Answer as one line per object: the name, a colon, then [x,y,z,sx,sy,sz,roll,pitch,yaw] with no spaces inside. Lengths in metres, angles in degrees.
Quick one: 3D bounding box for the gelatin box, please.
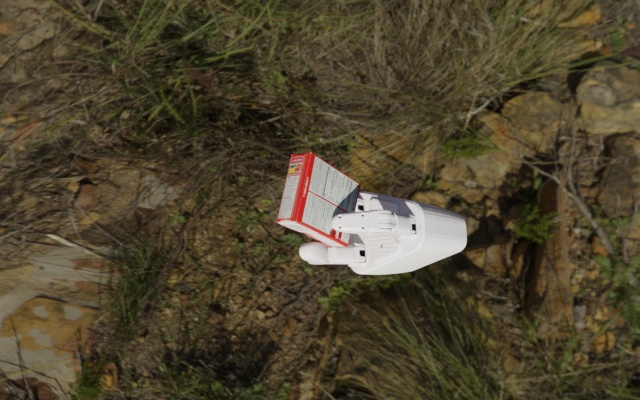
gelatin box: [0.000,0.001,0.492,0.030,0.073,0.089,-3,-22,40]
